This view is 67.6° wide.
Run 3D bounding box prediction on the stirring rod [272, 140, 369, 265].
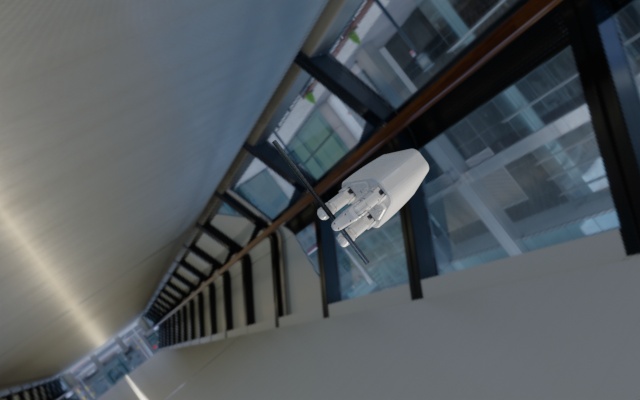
[{"bbox_3d":[0.000,0.002,0.746,0.011,0.239,0.011,-37,-1,-1],"label":"stirring rod"}]
